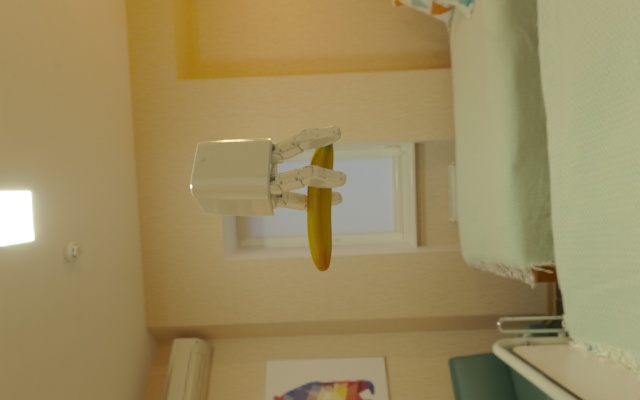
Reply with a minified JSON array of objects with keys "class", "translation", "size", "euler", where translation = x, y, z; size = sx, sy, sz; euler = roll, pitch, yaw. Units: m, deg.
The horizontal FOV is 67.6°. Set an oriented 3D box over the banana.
[{"class":"banana","translation":[-0.001,0.003,0.676],"size":[0.037,0.197,0.070],"euler":[2,-13,-2]}]
